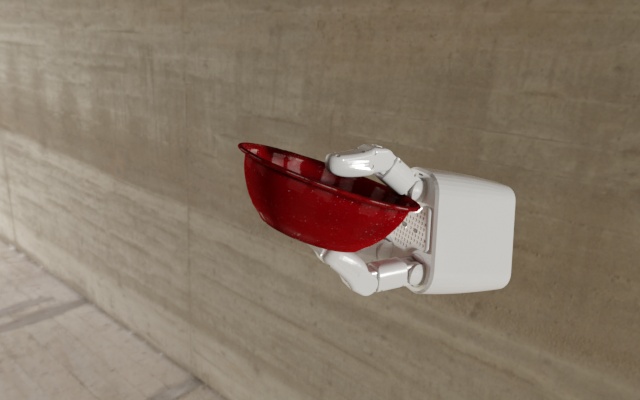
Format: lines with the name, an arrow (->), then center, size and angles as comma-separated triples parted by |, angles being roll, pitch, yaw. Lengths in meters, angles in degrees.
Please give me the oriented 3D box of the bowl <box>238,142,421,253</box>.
bowl -> -0.001, 0.001, 0.409 | 0.162, 0.055, 0.162 | 19, 9, -3
